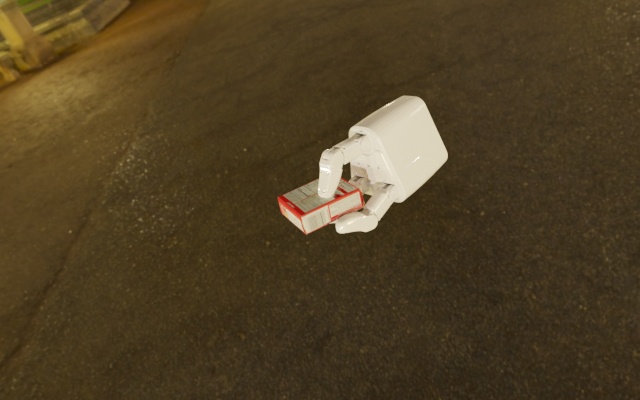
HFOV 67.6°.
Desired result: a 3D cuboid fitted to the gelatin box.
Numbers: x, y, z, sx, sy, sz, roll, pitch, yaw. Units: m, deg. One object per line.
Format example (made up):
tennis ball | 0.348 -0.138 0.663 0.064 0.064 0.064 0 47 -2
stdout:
gelatin box | 0.000 0.002 0.617 0.089 0.030 0.073 -25 30 -19
